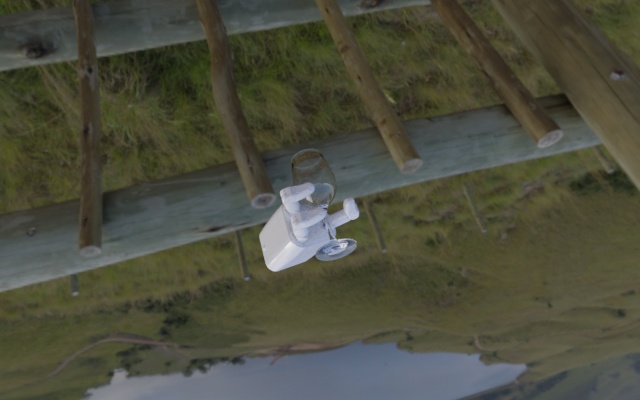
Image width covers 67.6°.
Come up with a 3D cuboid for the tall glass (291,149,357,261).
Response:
[{"bbox_3d":[0.000,0.003,0.861,0.079,0.201,0.079,-13,-29,-8],"label":"tall glass"}]
